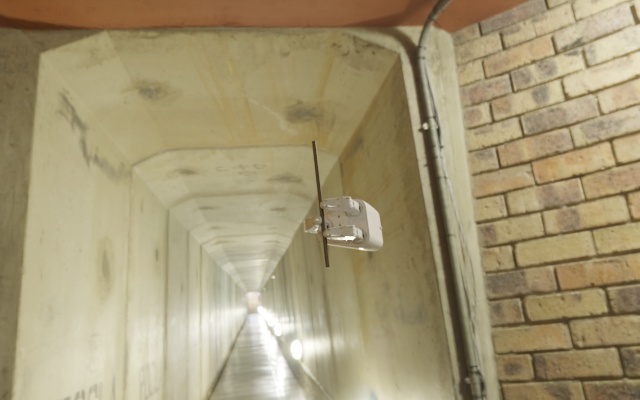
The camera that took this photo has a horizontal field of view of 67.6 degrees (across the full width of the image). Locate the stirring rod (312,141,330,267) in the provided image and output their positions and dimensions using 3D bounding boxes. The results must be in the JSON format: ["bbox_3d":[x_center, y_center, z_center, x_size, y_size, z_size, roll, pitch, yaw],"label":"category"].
[{"bbox_3d":[0.000,0.003,0.882,0.011,0.239,0.011,-6,-15,-2],"label":"stirring rod"}]
